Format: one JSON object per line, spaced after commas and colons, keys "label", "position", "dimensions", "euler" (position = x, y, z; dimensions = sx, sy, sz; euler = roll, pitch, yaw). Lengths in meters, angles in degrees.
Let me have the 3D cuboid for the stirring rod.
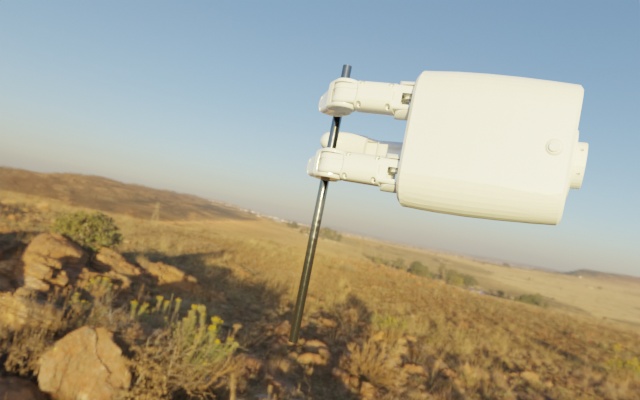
{"label": "stirring rod", "position": [0.000, 0.001, 0.409], "dimensions": [0.011, 0.239, 0.011], "euler": [11, -3, 1]}
